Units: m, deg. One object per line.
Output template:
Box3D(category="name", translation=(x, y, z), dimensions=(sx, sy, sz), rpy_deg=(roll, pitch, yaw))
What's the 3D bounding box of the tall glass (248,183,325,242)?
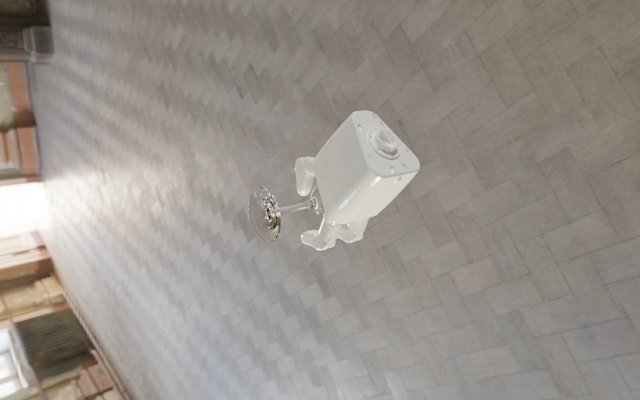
Box3D(category="tall glass", translation=(-0.001, 0.002, 0.697), dimensions=(0.201, 0.079, 0.079), rpy_deg=(-12, 8, -39))
